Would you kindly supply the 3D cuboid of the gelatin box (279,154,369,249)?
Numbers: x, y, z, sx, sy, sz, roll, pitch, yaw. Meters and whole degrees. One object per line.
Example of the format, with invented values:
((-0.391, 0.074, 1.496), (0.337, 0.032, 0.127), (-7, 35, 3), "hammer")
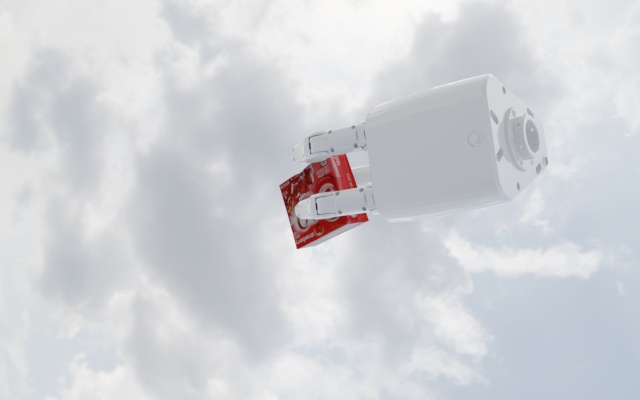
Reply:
((0.000, 0.002, 0.481), (0.030, 0.073, 0.089), (-6, -17, -41), "gelatin box")
